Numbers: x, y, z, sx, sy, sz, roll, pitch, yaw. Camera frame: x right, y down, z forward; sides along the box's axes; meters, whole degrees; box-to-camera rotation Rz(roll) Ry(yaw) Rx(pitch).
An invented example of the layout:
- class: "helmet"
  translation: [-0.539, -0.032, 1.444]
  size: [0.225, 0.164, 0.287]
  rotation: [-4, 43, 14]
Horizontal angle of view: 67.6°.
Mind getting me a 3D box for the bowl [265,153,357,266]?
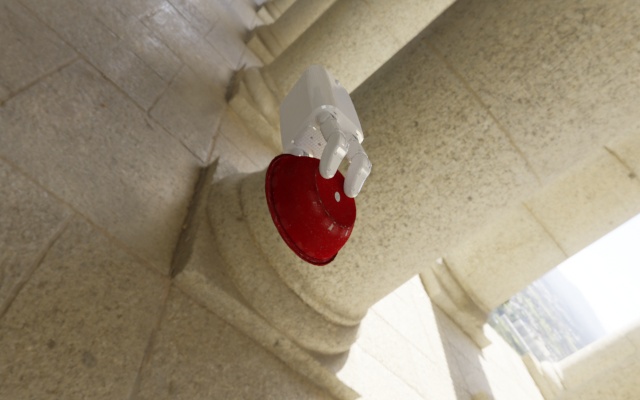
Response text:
- class: "bowl"
  translation: [0.001, 0.003, 0.633]
  size: [0.055, 0.162, 0.162]
  rotation: [-24, -12, 30]
